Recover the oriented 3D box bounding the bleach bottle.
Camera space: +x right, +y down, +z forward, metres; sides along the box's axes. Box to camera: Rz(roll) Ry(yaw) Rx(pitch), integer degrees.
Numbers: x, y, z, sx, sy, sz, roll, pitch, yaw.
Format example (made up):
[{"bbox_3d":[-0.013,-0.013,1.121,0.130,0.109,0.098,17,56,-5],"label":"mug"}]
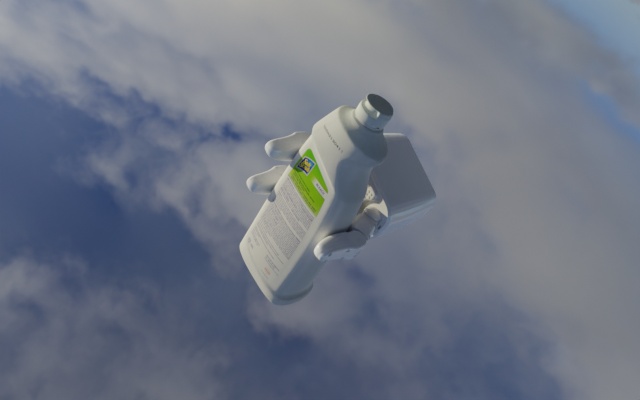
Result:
[{"bbox_3d":[0.000,0.002,0.495,0.068,0.102,0.251,-14,-31,-44],"label":"bleach bottle"}]
